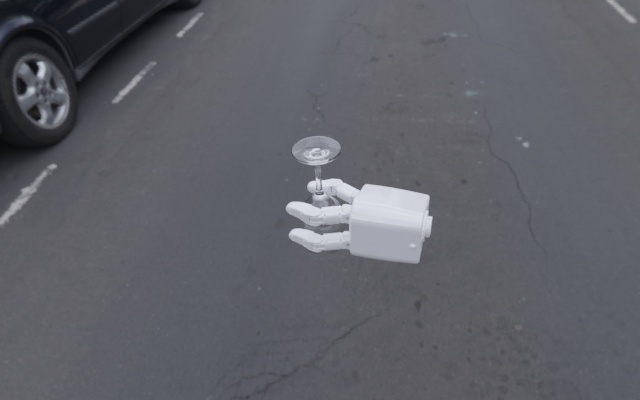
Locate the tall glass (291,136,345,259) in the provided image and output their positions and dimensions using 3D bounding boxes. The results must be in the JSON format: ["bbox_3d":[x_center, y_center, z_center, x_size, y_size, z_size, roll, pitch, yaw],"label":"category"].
[{"bbox_3d":[0.000,0.002,0.763,0.079,0.201,0.079,-2,39,2],"label":"tall glass"}]
